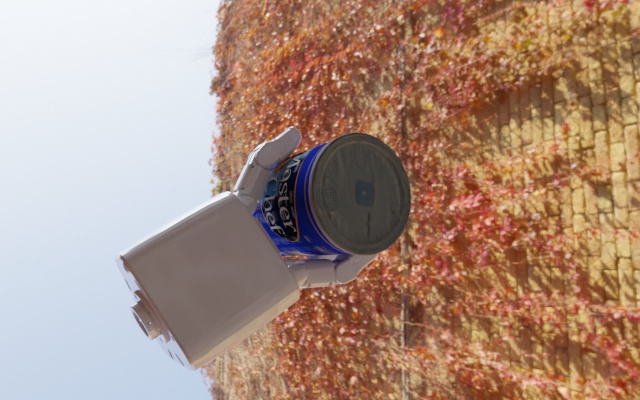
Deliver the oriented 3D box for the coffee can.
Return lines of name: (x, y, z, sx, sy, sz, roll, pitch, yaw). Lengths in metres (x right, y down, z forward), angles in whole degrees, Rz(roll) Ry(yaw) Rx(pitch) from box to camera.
coffee can: (0.000, 0.001, 0.452, 0.103, 0.103, 0.140, 0, -6, -32)
